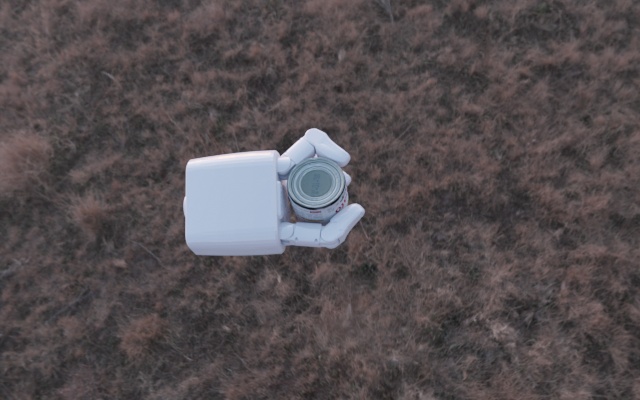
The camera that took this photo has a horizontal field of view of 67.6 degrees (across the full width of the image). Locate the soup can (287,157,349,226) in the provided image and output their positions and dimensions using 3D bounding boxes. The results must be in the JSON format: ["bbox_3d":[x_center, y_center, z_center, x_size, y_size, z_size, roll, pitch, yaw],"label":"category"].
[{"bbox_3d":[0.001,0.002,0.570,0.068,0.068,0.102,0,-27,7],"label":"soup can"}]
